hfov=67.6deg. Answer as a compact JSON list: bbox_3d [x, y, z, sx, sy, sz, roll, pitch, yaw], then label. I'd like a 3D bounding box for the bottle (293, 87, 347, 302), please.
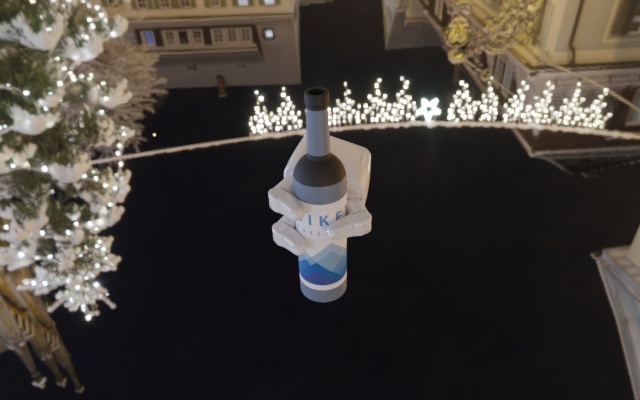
[{"bbox_3d":[0.000,0.002,0.606,0.069,0.296,0.069,-1,35,1],"label":"bottle"}]
